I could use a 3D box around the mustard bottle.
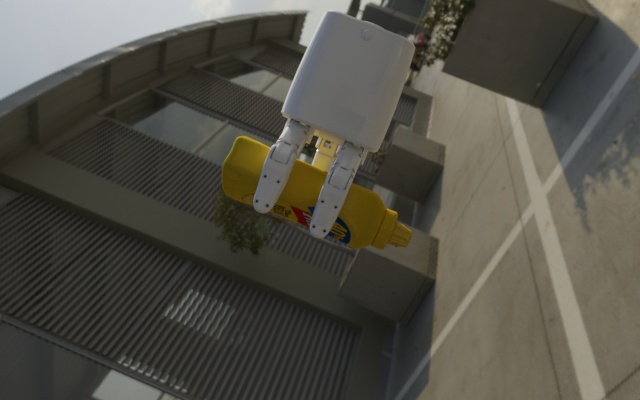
[{"bbox_3d":[0.000,0.002,0.478,0.191,0.058,0.096,22,-19,3],"label":"mustard bottle"}]
